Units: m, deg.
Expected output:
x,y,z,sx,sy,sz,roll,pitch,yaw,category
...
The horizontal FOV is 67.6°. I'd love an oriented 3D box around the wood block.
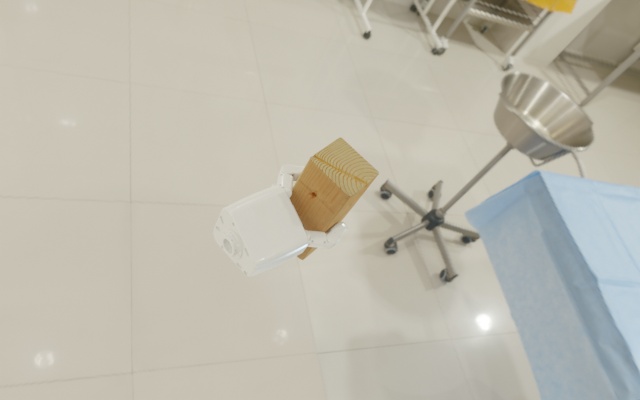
x,y,z,sx,sy,sz,roll,pitch,yaw,category
0.000,0.003,0.827,0.090,0.091,0.206,-38,-11,-41,wood block
